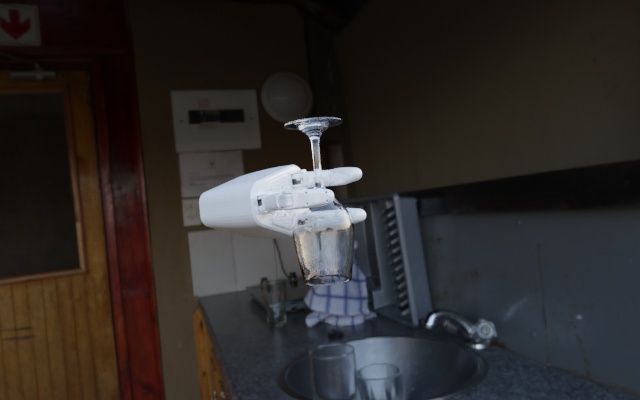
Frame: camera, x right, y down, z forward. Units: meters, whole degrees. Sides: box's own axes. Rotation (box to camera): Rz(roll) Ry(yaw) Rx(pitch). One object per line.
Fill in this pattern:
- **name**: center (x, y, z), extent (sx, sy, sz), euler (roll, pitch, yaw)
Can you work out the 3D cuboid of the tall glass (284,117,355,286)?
- **tall glass**: center (0.000, 0.001, 0.600), extent (0.079, 0.201, 0.079), euler (-6, -1, 0)
